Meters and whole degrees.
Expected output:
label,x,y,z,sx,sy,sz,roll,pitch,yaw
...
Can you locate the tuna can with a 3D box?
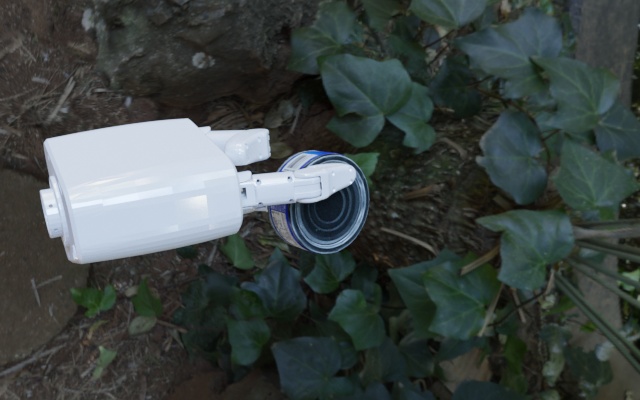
label,x,y,z,sx,sy,sz,roll,pitch,yaw
tuna can,0.000,0.001,0.403,0.086,0.086,0.033,0,8,-37
